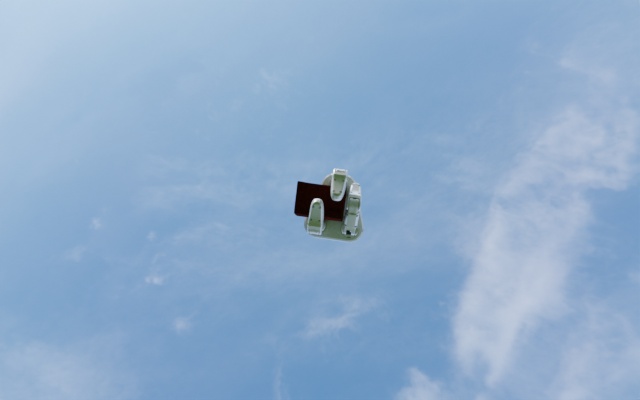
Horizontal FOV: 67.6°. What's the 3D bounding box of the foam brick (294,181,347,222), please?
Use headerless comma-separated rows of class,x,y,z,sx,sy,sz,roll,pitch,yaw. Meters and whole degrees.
foam brick,0.000,0.002,0.759,0.078,0.053,0.051,8,-5,3
